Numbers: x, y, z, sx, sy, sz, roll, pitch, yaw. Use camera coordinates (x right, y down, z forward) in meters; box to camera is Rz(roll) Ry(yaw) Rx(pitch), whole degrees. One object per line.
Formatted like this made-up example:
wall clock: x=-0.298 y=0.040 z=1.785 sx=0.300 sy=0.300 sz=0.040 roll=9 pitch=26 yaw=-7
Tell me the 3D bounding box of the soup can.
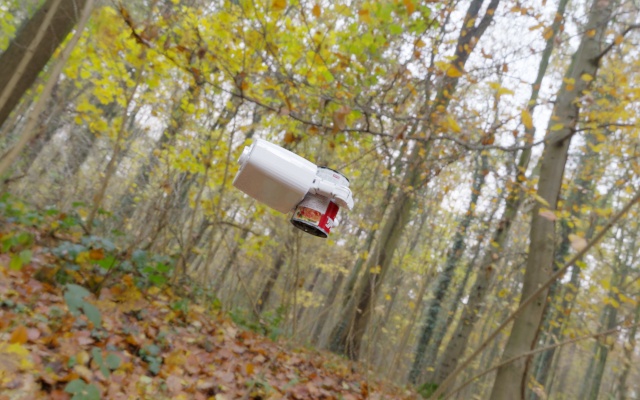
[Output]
soup can: x=0.001 y=0.003 z=0.799 sx=0.068 sy=0.102 sz=0.068 roll=22 pitch=-16 yaw=7
